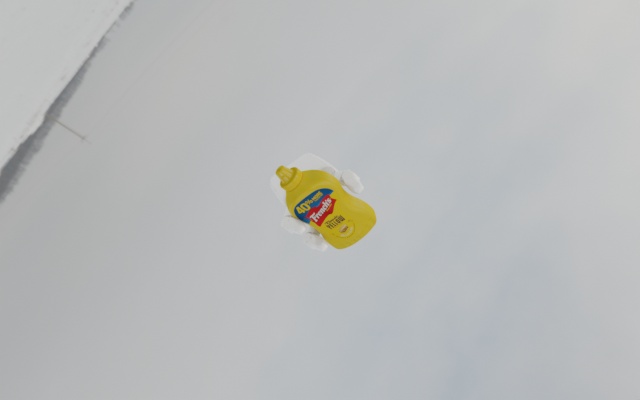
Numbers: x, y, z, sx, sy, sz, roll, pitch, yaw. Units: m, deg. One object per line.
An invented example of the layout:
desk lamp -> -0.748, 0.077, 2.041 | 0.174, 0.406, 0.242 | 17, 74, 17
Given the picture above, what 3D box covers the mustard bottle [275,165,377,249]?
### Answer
mustard bottle -> 0.000, 0.003, 0.796 | 0.096, 0.058, 0.192 | -37, -58, 24
